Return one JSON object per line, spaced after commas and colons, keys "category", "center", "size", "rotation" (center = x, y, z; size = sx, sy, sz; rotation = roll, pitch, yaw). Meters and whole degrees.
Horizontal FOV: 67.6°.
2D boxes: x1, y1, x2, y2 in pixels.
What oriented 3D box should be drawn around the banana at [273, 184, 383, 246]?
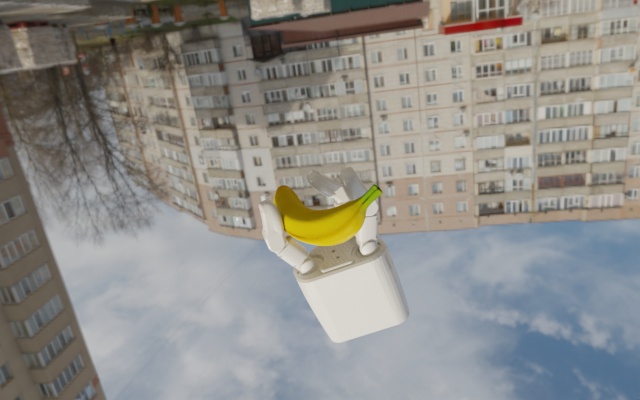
{"category": "banana", "center": [-0.009, 0.016, 0.532], "size": [0.037, 0.069, 0.198], "rotation": [49, -23, -27]}
